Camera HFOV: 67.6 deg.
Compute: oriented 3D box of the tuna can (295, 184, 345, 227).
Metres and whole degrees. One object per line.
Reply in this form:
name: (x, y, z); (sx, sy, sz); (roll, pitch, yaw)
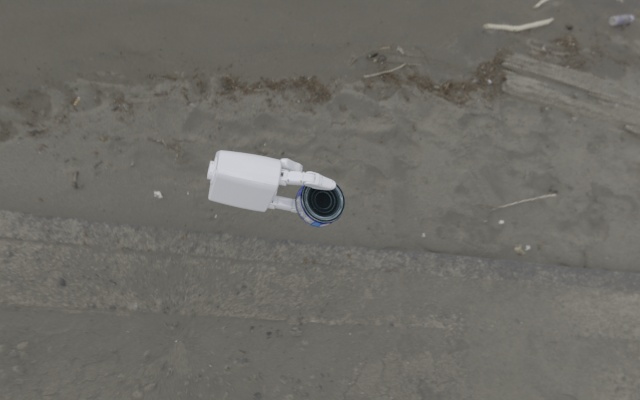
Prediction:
tuna can: (0.000, 0.003, 0.850); (0.086, 0.086, 0.034); (0, -15, -22)
